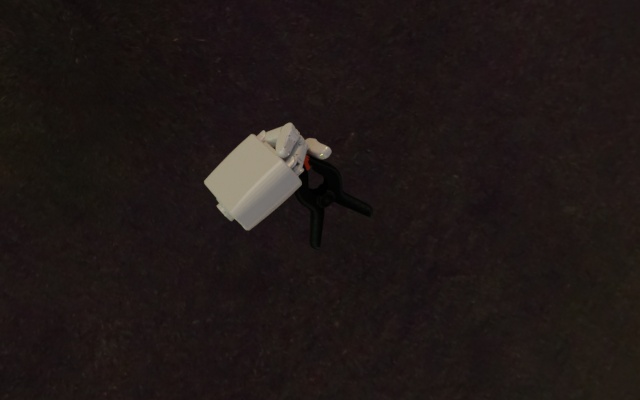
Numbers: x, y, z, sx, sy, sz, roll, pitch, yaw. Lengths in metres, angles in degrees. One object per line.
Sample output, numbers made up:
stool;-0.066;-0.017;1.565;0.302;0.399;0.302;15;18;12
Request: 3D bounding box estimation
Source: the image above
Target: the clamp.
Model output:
clamp;0.000;0.003;0.769;0.171;0.120;0.039;50;-4;-31
